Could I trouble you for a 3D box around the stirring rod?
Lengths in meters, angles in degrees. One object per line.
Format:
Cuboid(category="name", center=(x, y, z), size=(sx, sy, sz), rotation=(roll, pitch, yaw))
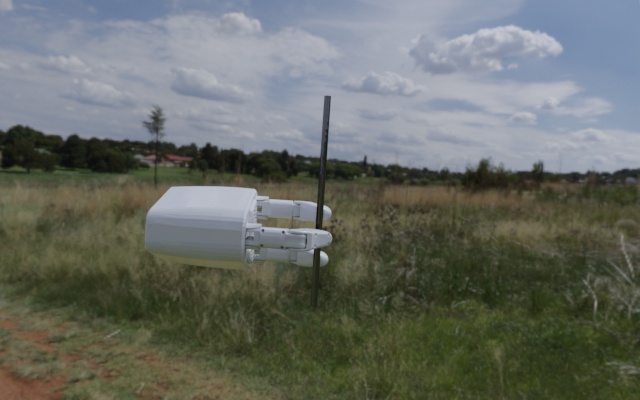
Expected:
Cuboid(category="stirring rod", center=(0.000, 0.002, 0.546), size=(0.011, 0.239, 0.011), rotation=(4, 2, 0))
